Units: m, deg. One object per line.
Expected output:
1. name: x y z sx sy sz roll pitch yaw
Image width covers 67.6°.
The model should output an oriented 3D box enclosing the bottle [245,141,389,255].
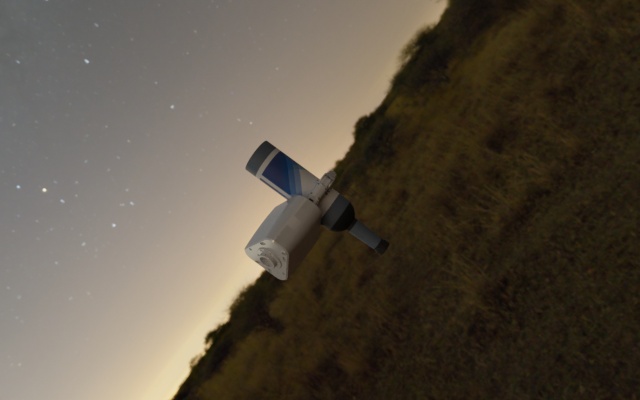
1. bottle: 0.000 0.003 0.878 0.296 0.069 0.069 36 0 1
